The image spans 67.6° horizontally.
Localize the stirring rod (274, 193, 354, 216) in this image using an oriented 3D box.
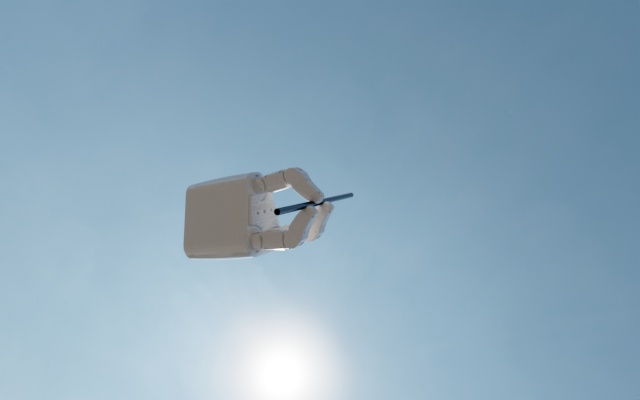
[{"bbox_3d":[0.000,0.002,0.628,0.011,0.011,0.239,0,5,23],"label":"stirring rod"}]
